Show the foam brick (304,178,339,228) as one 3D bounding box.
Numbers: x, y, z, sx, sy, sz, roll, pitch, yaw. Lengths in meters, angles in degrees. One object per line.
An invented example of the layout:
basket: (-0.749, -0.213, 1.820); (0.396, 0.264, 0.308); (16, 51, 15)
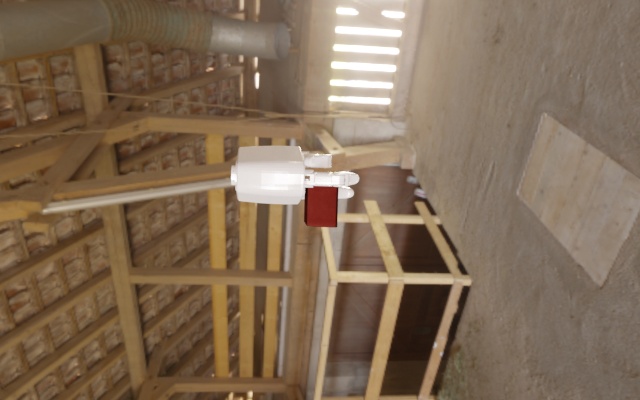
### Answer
foam brick: (0.000, 0.003, 0.799); (0.051, 0.078, 0.053); (0, 7, -9)
